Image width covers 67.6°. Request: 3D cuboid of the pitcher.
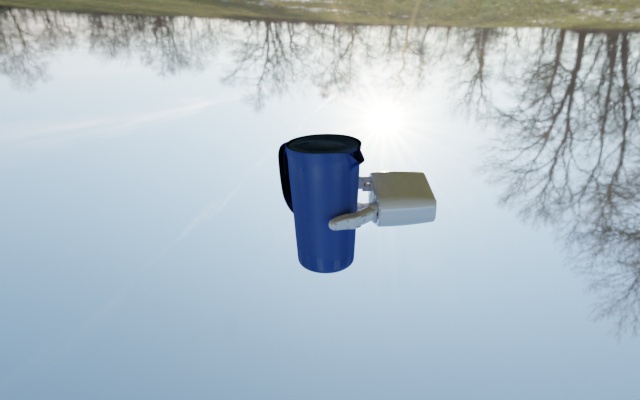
[{"bbox_3d":[0.000,0.003,0.880,0.145,0.243,0.149,-3,22,-6],"label":"pitcher"}]
